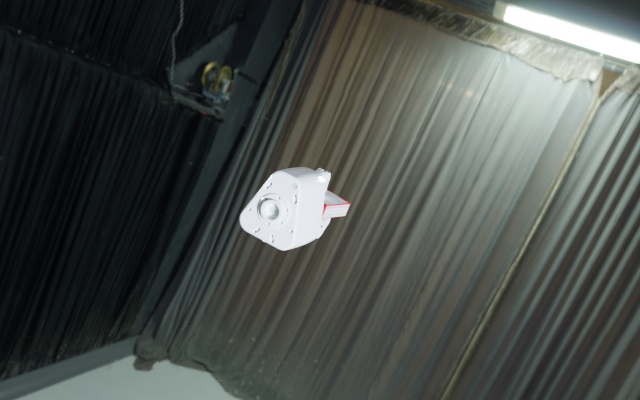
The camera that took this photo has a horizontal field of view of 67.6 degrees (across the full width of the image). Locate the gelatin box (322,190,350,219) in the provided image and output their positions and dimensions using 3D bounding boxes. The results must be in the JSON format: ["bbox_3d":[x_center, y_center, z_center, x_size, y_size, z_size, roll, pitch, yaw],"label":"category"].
[{"bbox_3d":[0.000,0.002,0.857,0.073,0.030,0.089,31,18,27],"label":"gelatin box"}]
